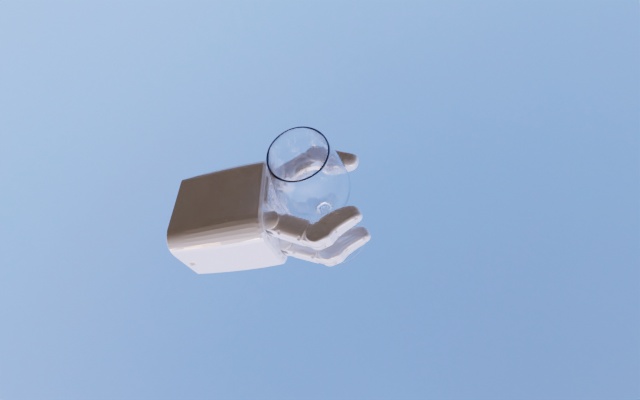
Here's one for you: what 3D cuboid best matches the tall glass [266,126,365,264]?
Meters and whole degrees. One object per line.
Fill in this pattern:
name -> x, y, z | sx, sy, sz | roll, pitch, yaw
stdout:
tall glass -> 0.000, 0.002, 0.529 | 0.079, 0.079, 0.201 | 0, -27, 14
